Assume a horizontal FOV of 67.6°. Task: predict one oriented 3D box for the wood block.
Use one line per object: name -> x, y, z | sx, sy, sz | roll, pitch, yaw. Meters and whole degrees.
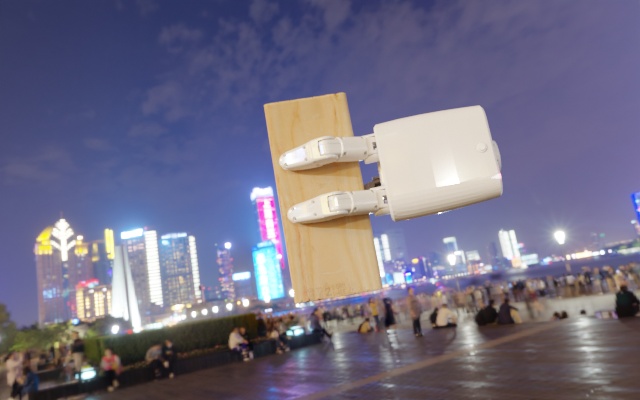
wood block -> 0.000, 0.002, 0.521 | 0.090, 0.206, 0.091 | -9, -11, -2
